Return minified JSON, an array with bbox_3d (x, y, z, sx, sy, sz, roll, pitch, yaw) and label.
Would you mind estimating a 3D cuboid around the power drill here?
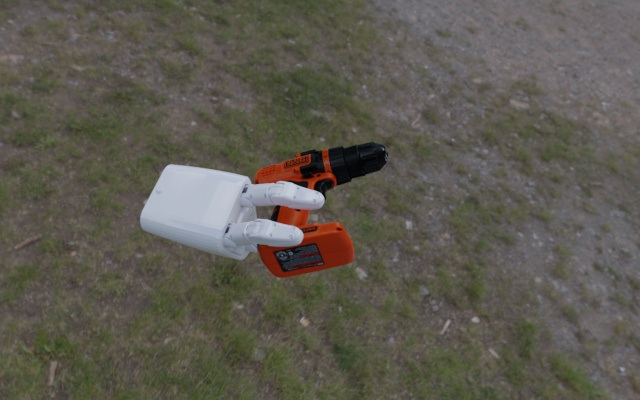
[{"bbox_3d":[0.000,0.002,0.592,0.184,0.057,0.187,-15,35,12],"label":"power drill"}]
